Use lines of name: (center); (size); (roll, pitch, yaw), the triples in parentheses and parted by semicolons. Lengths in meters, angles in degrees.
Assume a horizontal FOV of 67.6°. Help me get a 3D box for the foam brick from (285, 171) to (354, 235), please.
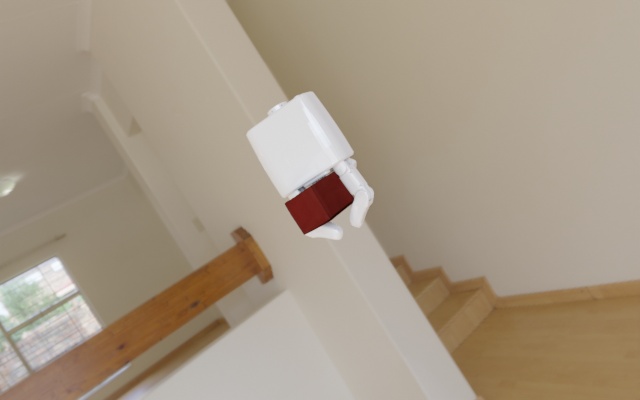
foam brick: (0.000, 0.002, 0.642); (0.053, 0.051, 0.078); (-31, 2, 34)
